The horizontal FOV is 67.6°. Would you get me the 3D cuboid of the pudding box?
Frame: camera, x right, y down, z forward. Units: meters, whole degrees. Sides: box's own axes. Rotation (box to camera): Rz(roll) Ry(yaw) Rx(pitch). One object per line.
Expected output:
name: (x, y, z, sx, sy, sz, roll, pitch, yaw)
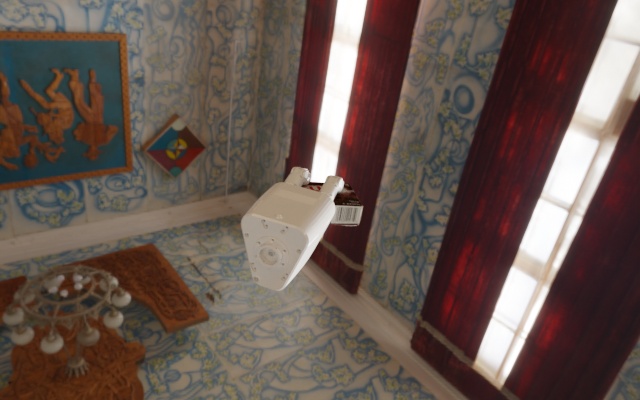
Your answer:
pudding box: (0.000, 0.003, 0.744, 0.113, 0.039, 0.090, 4, 25, -13)
